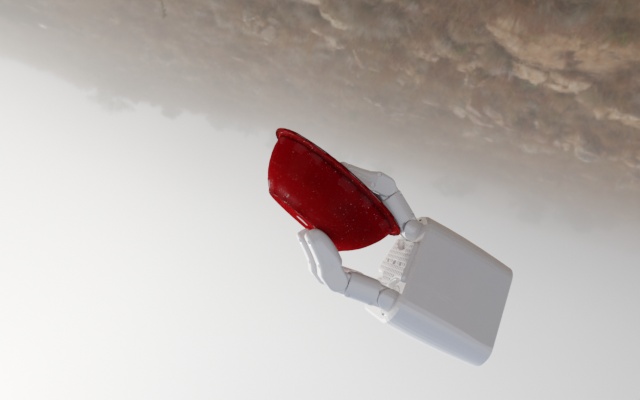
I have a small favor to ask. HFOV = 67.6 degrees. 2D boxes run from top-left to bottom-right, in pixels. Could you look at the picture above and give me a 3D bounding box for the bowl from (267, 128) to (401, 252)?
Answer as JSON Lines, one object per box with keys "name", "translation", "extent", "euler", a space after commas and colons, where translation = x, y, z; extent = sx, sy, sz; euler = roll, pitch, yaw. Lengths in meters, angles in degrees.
{"name": "bowl", "translation": [-0.001, 0.001, 0.479], "extent": [0.162, 0.055, 0.162], "euler": [40, -7, 6]}
